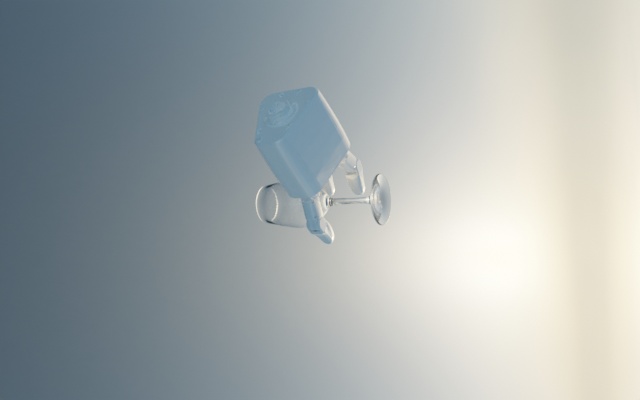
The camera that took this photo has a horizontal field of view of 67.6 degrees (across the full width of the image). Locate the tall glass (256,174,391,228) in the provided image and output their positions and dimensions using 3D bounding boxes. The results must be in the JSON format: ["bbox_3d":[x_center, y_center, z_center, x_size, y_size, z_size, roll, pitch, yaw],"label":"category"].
[{"bbox_3d":[0.001,0.002,0.727,0.201,0.079,0.079,-3,-1,29],"label":"tall glass"}]
